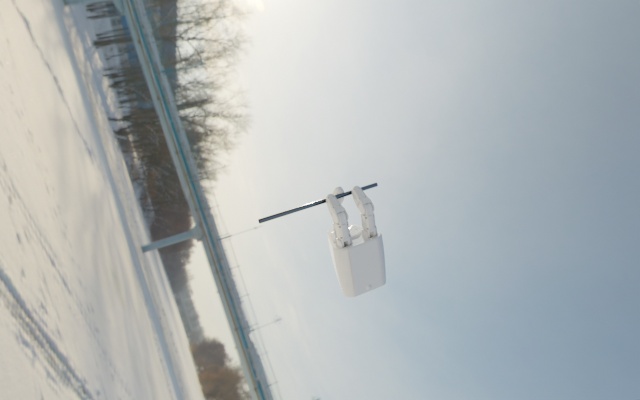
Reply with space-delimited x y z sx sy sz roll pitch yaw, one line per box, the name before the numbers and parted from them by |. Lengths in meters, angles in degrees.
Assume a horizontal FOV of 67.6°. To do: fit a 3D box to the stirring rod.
stirring rod | 0.000 0.003 0.878 0.239 0.011 0.011 -17 6 -20
